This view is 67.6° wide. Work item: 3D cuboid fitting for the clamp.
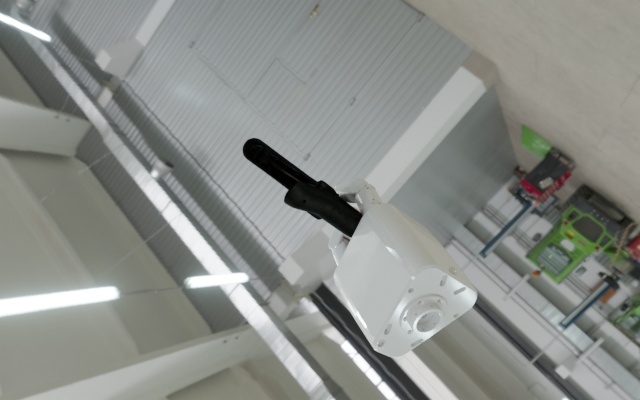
[{"bbox_3d":[0.000,0.002,0.500,0.171,0.039,0.120,32,15,-33],"label":"clamp"}]
